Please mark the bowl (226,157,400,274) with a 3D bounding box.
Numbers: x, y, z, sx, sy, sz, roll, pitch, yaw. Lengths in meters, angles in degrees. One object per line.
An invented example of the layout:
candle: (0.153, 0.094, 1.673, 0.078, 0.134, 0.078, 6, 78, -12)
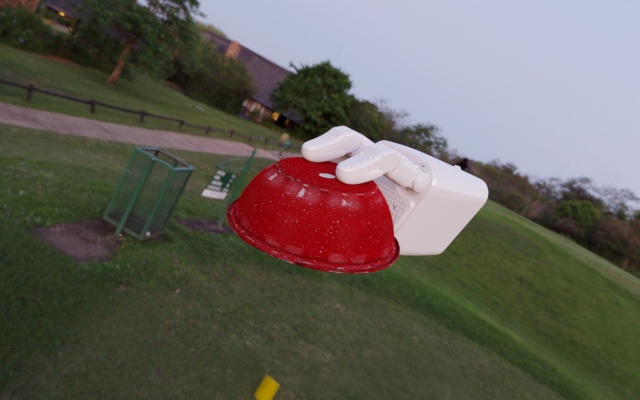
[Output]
bowl: (-0.001, 0.001, 0.428, 0.162, 0.055, 0.162, 12, 20, -4)
